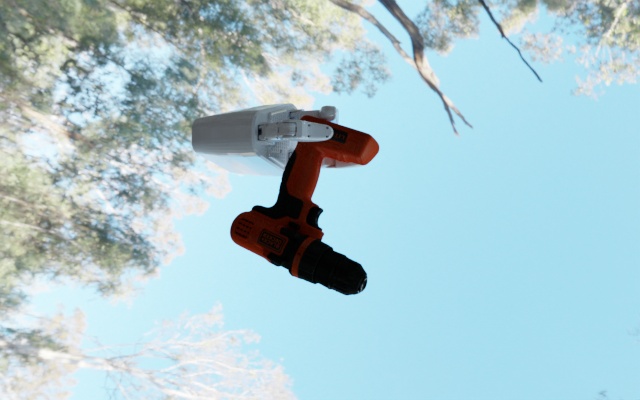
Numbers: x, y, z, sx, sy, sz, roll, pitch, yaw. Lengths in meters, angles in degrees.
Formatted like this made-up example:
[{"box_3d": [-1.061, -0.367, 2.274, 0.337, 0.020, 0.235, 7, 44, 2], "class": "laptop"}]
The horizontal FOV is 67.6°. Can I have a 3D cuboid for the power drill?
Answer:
[{"box_3d": [0.000, 0.001, 0.574, 0.184, 0.187, 0.057, 22, -9, 21], "class": "power drill"}]
